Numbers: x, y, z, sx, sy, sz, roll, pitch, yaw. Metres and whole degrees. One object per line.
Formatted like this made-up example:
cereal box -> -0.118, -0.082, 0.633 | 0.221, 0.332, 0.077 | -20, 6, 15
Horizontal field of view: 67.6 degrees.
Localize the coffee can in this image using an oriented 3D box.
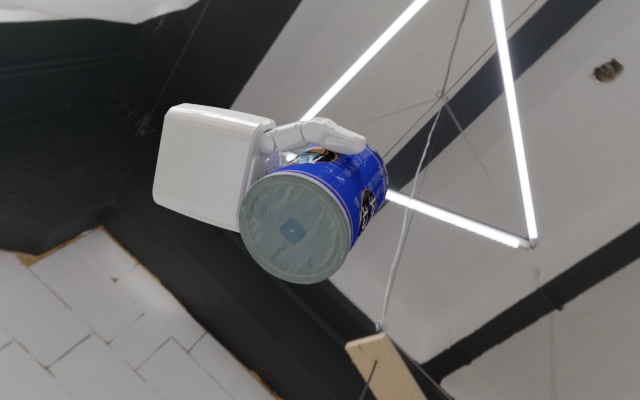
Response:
coffee can -> 0.000, 0.002, 0.464 | 0.103, 0.103, 0.140 | 0, 21, 22
